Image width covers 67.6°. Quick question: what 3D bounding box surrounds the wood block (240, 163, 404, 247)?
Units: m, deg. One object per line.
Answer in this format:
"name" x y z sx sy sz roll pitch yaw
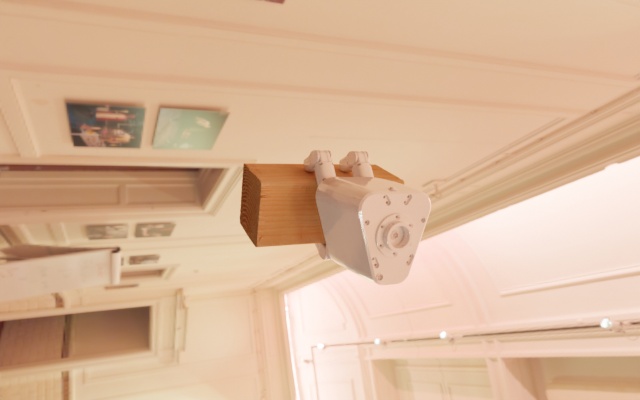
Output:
"wood block" 0.000 0.003 0.667 0.206 0.091 0.090 -1 20 -24
